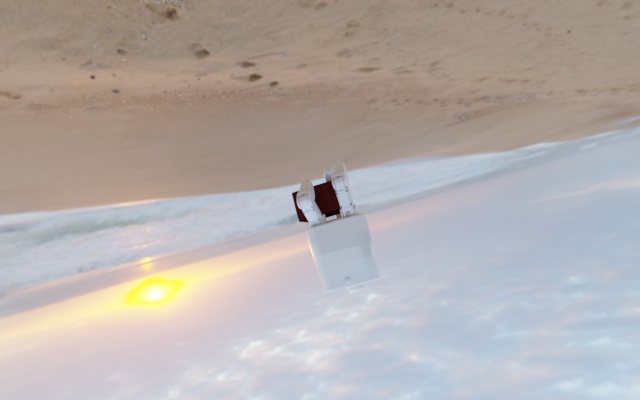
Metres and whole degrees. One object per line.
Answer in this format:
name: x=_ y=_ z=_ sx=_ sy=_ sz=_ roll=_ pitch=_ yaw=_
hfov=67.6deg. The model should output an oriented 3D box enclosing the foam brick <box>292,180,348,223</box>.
foam brick: x=0.000 y=0.003 z=0.793 sx=0.078 sy=0.051 sz=0.053 roll=-17 pitch=-8 yaw=16
